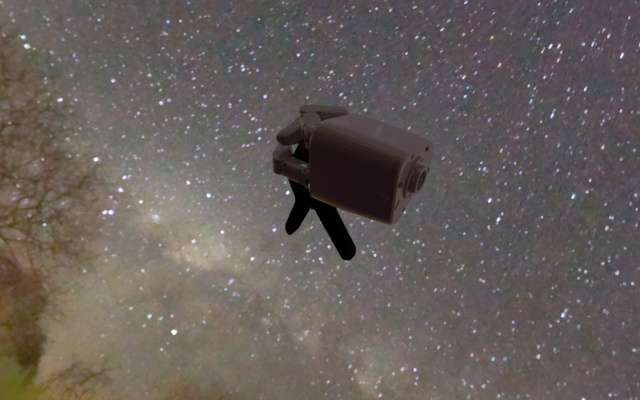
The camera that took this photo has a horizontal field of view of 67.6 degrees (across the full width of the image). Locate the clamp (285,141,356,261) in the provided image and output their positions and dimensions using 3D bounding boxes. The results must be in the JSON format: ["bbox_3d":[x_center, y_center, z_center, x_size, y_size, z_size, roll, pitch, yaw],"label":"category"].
[{"bbox_3d":[0.000,0.002,0.629,0.120,0.172,0.039,23,45,25],"label":"clamp"}]
